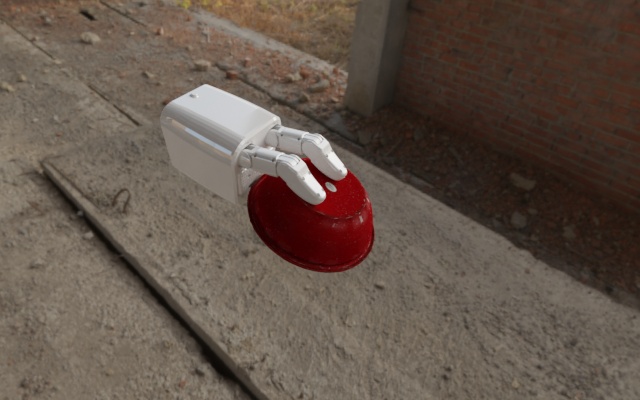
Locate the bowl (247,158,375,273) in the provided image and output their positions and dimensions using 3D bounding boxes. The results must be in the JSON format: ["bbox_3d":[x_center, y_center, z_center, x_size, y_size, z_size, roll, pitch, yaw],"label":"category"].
[{"bbox_3d":[0.001,0.002,0.554,0.162,0.162,0.055,0,-40,-28],"label":"bowl"}]
